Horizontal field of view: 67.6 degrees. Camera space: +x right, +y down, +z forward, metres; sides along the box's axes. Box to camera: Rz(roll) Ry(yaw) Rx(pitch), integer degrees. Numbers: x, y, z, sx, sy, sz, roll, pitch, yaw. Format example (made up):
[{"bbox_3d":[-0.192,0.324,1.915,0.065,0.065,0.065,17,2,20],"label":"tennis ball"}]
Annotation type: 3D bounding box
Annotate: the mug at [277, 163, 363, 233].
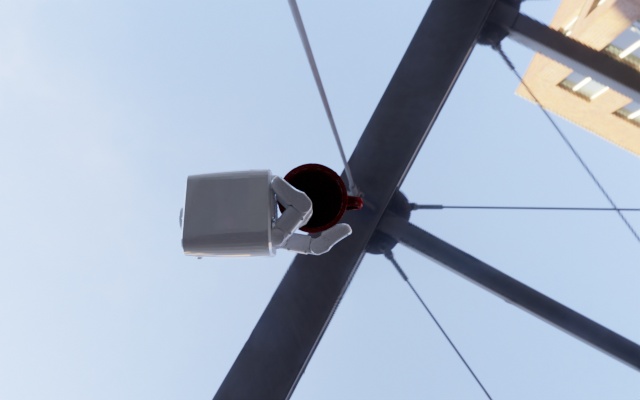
[{"bbox_3d":[0.002,0.002,0.667,0.117,0.093,0.081,0,-9,-2],"label":"mug"}]
